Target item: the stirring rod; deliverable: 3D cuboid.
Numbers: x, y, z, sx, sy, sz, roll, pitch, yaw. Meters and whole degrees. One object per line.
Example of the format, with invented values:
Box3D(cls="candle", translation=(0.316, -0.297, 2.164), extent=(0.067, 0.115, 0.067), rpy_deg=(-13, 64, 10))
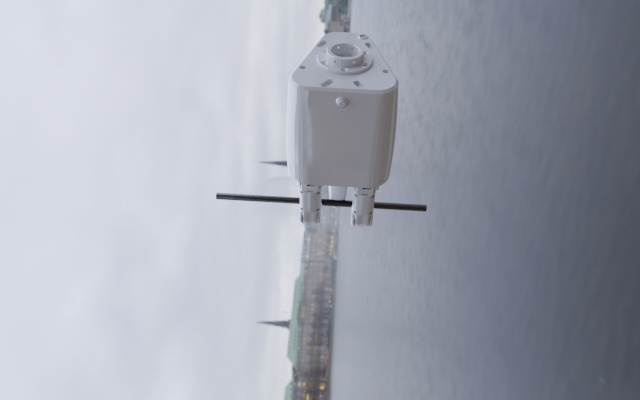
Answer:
Box3D(cls="stirring rod", translation=(0.000, 0.002, 0.547), extent=(0.239, 0.011, 0.011), rpy_deg=(3, 0, 2))
